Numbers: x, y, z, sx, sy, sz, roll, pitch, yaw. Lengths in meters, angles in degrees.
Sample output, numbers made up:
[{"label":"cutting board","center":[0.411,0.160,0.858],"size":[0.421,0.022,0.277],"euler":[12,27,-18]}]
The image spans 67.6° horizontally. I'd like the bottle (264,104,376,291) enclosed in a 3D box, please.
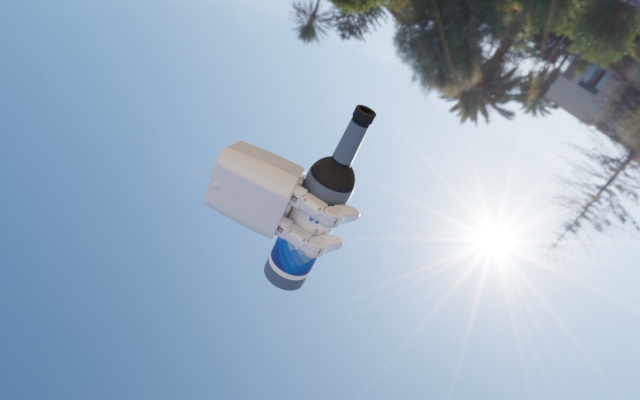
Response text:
[{"label":"bottle","center":[0.000,0.002,0.656],"size":[0.069,0.296,0.069],"euler":[19,33,-13]}]
